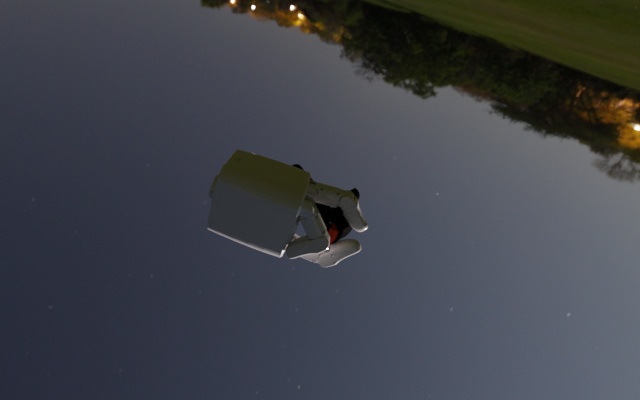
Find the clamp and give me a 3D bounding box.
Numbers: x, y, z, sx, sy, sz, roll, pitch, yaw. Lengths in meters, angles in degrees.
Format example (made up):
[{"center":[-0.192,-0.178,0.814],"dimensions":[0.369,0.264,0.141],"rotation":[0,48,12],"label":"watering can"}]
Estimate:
[{"center":[0.000,0.003,0.688],"dimensions":[0.120,0.039,0.171],"rotation":[20,23,-4],"label":"clamp"}]
